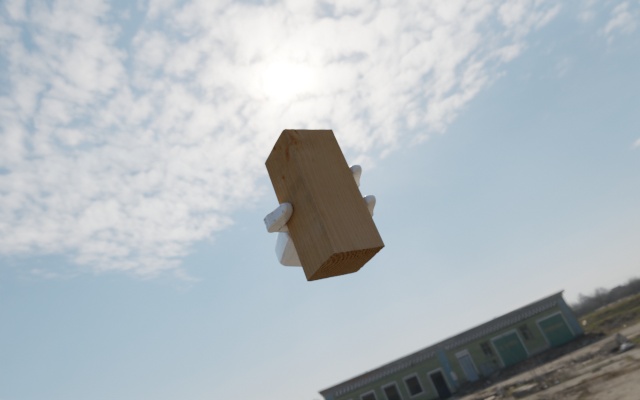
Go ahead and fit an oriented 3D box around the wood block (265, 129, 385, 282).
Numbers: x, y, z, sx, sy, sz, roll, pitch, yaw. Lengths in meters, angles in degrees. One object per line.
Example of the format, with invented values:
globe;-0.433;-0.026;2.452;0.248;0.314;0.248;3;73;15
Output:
wood block;0.000;0.002;0.705;0.091;0.206;0.090;-6;-30;-33
